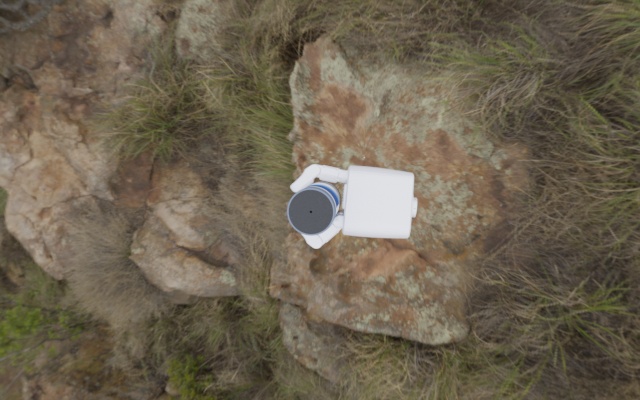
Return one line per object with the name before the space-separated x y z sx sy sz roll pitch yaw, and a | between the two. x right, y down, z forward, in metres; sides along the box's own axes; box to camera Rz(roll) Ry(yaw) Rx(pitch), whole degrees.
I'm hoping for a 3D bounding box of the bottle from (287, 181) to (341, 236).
bottle | 0.000 0.003 0.800 0.069 0.069 0.295 0 5 5
